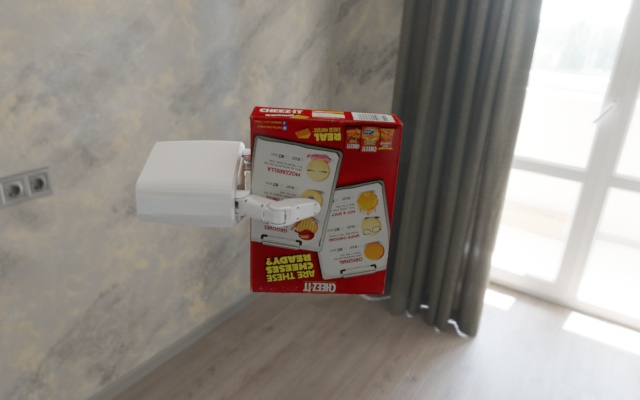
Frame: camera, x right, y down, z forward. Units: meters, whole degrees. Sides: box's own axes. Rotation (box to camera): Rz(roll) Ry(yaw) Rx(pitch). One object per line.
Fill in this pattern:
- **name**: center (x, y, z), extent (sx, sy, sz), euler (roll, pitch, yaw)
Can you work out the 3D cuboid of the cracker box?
- **cracker box**: center (0.000, 0.002, 0.565), extent (0.164, 0.214, 0.072), euler (2, 22, -3)
